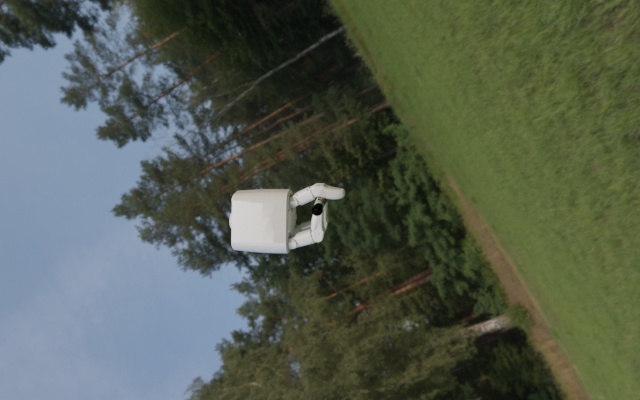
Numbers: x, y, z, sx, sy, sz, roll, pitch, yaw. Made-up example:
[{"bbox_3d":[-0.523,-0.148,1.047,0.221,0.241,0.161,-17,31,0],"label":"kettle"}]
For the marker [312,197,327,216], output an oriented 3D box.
[{"bbox_3d":[0.000,0.003,0.856,0.020,0.020,0.121,0,16,7],"label":"marker"}]
